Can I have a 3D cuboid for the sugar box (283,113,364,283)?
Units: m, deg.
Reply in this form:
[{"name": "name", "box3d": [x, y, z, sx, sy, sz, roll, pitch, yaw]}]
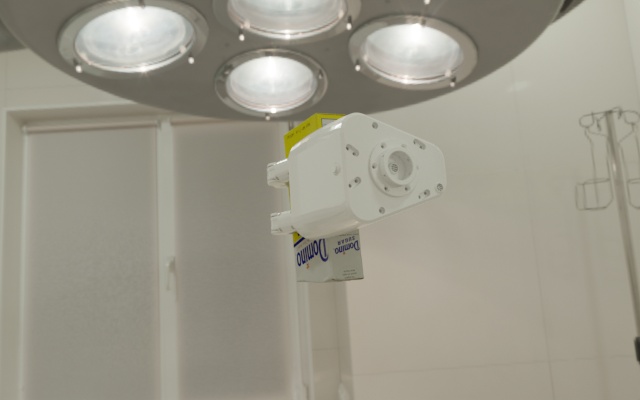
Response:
[{"name": "sugar box", "box3d": [0.000, 0.002, 0.531, 0.048, 0.176, 0.093, 0, -9, -26]}]
